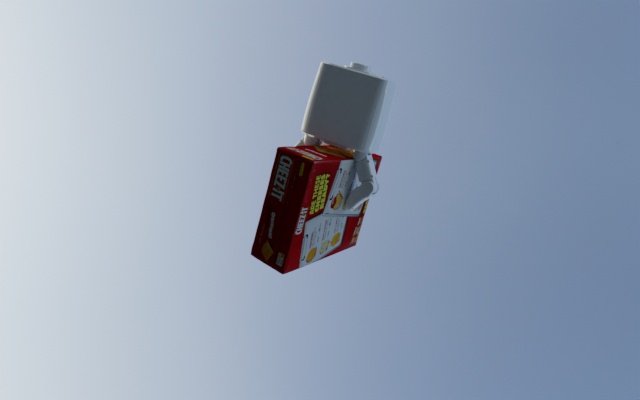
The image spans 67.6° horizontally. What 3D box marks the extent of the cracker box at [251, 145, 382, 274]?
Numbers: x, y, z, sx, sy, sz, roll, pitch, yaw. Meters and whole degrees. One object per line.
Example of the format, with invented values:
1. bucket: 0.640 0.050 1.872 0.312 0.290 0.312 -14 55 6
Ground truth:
1. cracker box: 0.000 0.002 0.721 0.072 0.164 0.213 24 18 27
